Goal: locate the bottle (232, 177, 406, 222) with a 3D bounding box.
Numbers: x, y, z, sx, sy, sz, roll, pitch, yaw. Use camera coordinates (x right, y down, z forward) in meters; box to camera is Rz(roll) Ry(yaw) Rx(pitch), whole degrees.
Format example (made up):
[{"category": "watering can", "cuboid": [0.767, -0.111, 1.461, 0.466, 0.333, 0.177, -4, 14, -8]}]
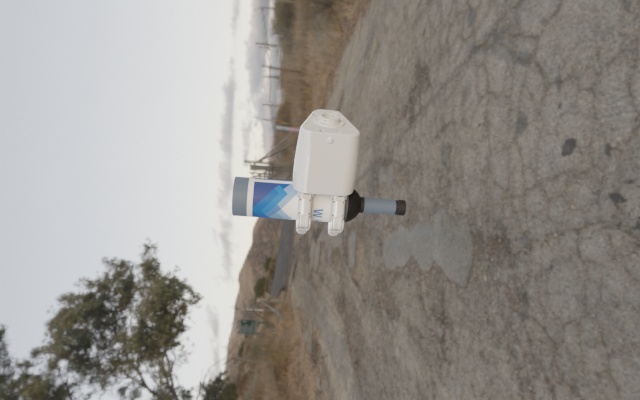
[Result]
[{"category": "bottle", "cuboid": [0.000, 0.003, 0.820, 0.296, 0.069, 0.069, 4, 0, -5]}]
